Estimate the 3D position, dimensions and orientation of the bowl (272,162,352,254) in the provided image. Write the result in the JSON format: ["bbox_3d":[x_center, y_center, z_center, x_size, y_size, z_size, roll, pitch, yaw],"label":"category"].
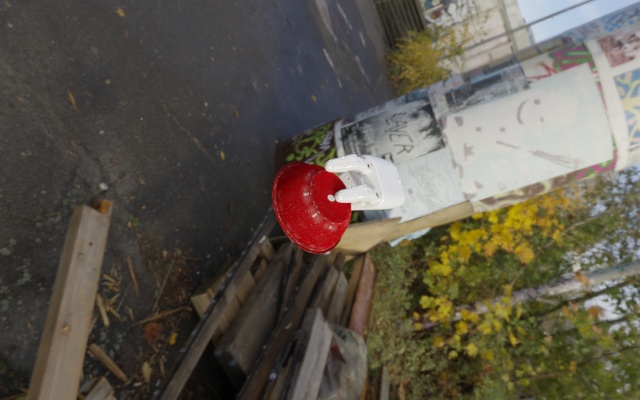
[{"bbox_3d":[0.000,0.003,0.780,0.162,0.162,0.055,0,-19,-45],"label":"bowl"}]
